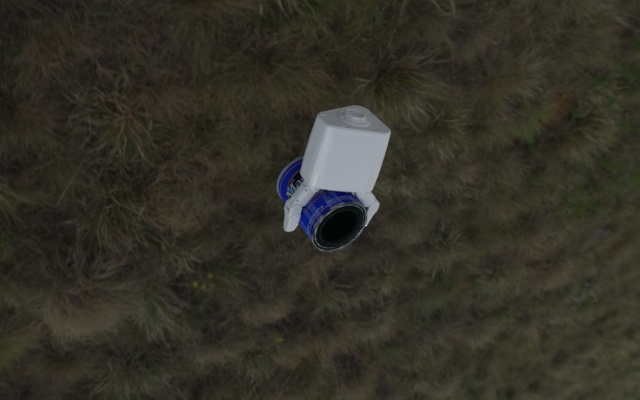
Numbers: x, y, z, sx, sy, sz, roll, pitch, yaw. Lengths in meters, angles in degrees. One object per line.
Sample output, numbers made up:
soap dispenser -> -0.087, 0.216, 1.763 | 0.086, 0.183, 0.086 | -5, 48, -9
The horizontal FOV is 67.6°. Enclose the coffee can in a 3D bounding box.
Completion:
coffee can -> 0.000, 0.003, 0.809 | 0.103, 0.103, 0.140 | 0, 37, -35
